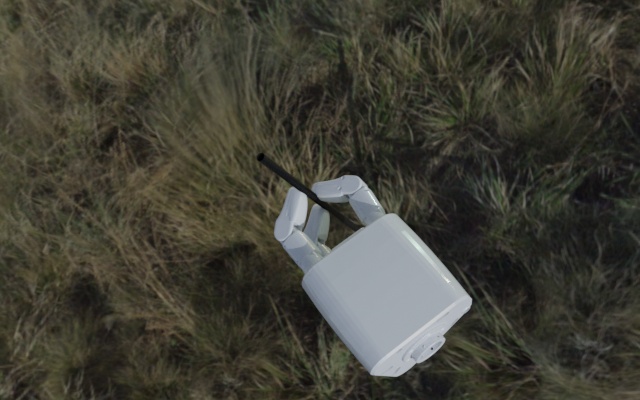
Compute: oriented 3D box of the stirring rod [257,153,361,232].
[{"bbox_3d":[0.000,0.002,0.516,0.011,0.011,0.240,0,-19,27],"label":"stirring rod"}]
